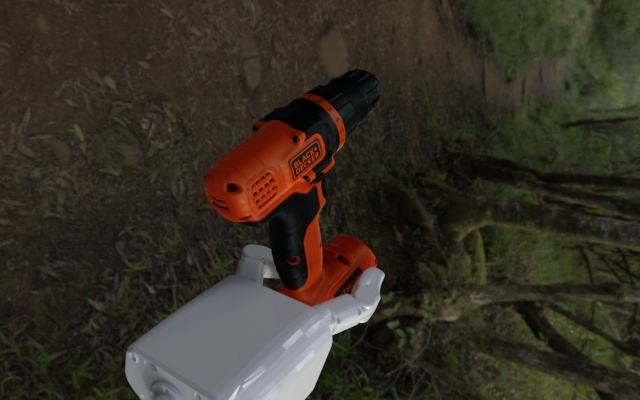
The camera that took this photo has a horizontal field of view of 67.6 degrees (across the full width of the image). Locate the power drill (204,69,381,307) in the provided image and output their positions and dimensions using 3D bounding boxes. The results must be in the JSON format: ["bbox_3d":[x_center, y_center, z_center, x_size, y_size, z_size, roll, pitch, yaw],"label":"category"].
[{"bbox_3d":[0.000,0.002,0.410,0.057,0.188,0.184,19,48,38],"label":"power drill"}]
